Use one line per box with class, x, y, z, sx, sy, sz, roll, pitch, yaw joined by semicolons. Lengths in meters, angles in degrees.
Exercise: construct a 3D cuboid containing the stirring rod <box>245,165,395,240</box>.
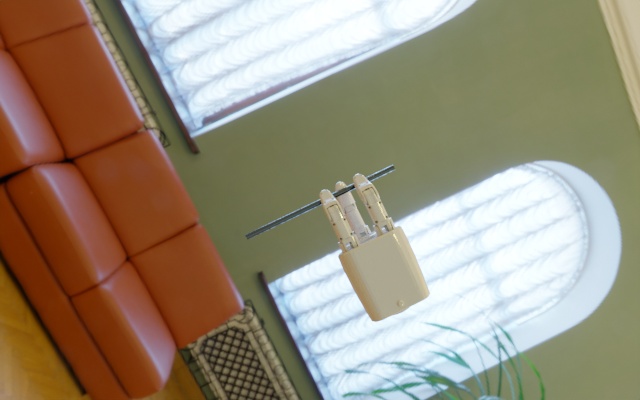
stirring rod;0.000;0.002;0.704;0.239;0.011;0.011;-25;1;-2
